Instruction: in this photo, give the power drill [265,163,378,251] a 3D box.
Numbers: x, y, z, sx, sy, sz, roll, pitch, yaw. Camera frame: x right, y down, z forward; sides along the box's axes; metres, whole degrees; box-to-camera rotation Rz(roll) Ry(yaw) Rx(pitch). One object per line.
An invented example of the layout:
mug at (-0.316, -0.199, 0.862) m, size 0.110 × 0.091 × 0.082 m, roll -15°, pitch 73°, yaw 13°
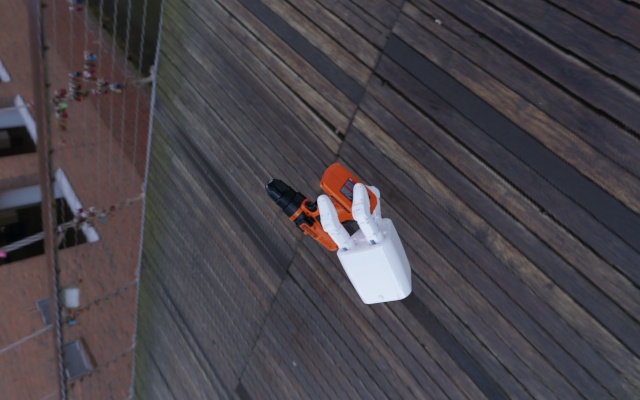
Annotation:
power drill at (0.001, 0.003, 0.848) m, size 0.184 × 0.057 × 0.188 m, roll 39°, pitch -30°, yaw -9°
